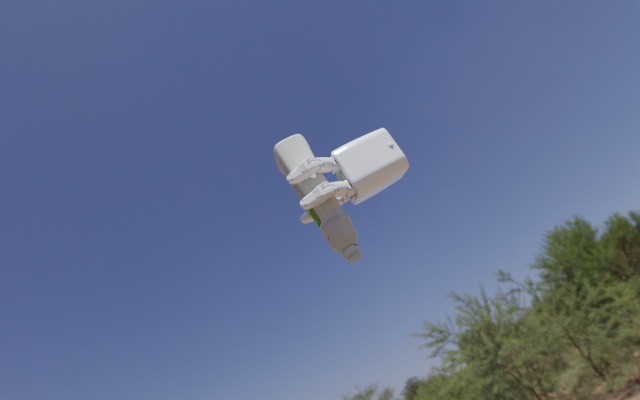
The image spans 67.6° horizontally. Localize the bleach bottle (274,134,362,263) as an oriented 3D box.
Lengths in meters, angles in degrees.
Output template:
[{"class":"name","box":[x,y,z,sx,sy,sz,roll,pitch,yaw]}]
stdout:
[{"class":"bleach bottle","box":[0.000,0.003,0.852,0.068,0.250,0.103,-27,-26,-7]}]
